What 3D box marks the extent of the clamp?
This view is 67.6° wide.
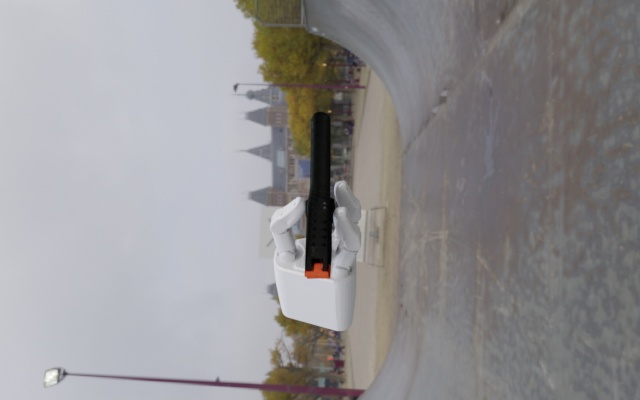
[{"bbox_3d":[-0.001,0.002,0.587,0.036,0.165,0.209,-1,38,5],"label":"clamp"}]
